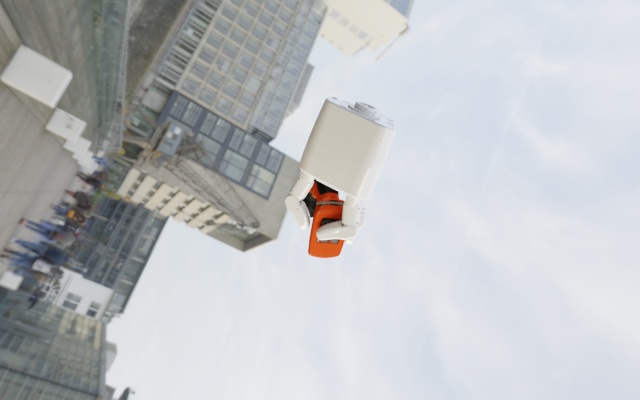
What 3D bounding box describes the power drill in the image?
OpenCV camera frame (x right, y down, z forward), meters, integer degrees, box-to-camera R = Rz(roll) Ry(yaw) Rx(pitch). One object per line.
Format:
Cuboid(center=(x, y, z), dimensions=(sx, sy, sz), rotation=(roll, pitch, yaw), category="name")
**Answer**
Cuboid(center=(0.000, 0.003, 0.789), dimensions=(0.057, 0.185, 0.187), rotation=(1, 41, -11), category="power drill")
